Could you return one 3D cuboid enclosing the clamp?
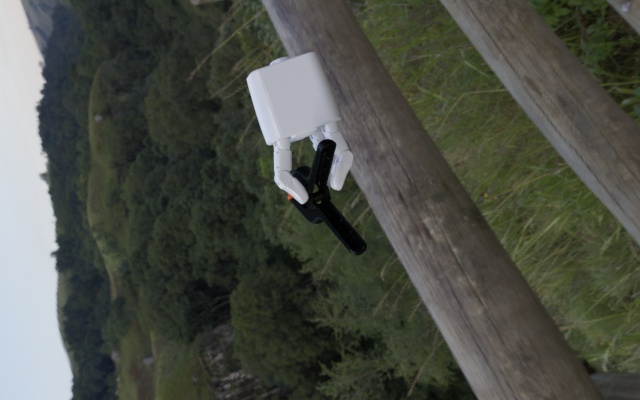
[{"bbox_3d":[-0.001,0.002,0.724,0.036,0.164,0.210,-20,4,-21],"label":"clamp"}]
